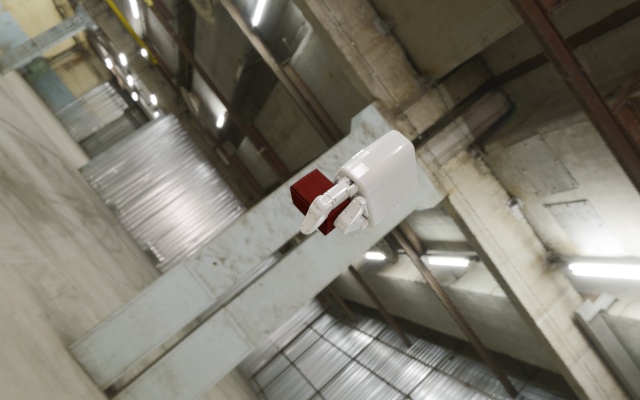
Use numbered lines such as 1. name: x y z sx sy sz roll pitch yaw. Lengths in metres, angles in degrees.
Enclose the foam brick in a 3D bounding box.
1. foam brick: 0.000 0.002 0.705 0.051 0.078 0.053 -39 -22 -18
